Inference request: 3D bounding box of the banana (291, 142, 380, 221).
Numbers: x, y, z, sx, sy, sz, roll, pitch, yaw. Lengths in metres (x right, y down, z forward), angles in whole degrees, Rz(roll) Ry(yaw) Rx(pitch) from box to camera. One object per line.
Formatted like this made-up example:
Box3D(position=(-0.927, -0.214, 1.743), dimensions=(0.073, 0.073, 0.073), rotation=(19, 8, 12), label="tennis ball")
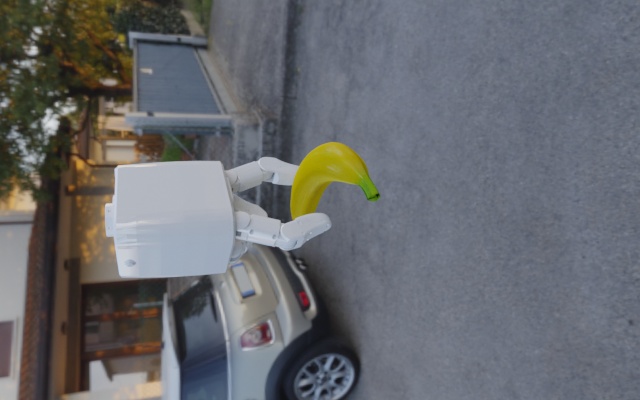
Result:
Box3D(position=(0.000, -0.017, 0.494), dimensions=(0.037, 0.069, 0.198), rotation=(-2, -8, -20), label="banana")
